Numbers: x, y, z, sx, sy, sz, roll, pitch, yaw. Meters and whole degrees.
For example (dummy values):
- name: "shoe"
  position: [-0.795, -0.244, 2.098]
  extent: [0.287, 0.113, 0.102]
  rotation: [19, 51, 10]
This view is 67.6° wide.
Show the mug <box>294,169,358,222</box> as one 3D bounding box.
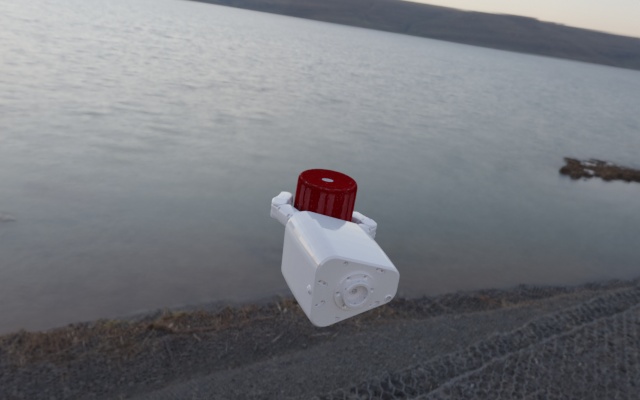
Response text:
- name: "mug"
  position: [0.000, 0.001, 0.665]
  extent: [0.093, 0.081, 0.117]
  rotation: [-1, 25, -24]
